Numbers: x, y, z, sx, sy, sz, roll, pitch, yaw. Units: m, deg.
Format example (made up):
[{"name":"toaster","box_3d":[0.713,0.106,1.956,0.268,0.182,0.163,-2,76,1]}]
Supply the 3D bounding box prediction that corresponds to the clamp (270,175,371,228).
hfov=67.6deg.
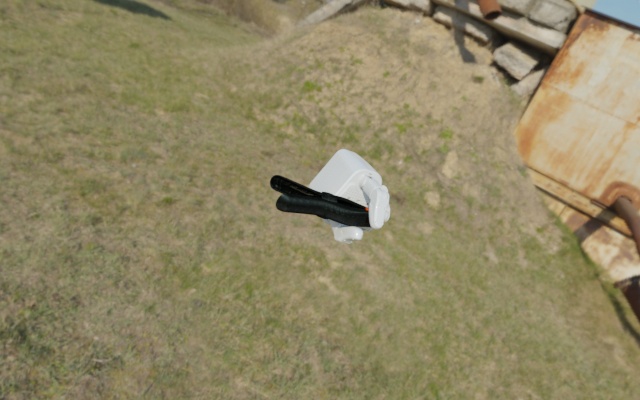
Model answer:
[{"name":"clamp","box_3d":[0.001,0.002,0.730,0.171,0.039,0.120,16,21,-25]}]
